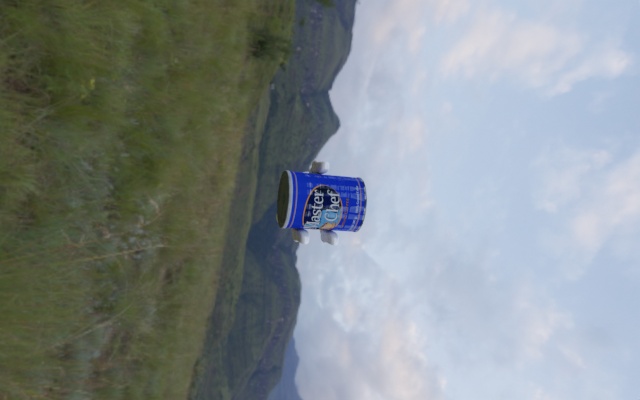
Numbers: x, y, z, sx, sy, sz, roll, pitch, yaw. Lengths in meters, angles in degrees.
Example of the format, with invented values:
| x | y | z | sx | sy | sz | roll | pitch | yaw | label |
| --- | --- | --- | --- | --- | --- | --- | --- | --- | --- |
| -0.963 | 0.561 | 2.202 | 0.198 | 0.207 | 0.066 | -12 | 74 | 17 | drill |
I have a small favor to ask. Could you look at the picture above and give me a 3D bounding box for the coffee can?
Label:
| x | y | z | sx | sy | sz | roll | pitch | yaw | label |
| --- | --- | --- | --- | --- | --- | --- | --- | --- | --- |
| 0.000 | 0.003 | 0.861 | 0.140 | 0.103 | 0.103 | 4 | -1 | -16 | coffee can |
